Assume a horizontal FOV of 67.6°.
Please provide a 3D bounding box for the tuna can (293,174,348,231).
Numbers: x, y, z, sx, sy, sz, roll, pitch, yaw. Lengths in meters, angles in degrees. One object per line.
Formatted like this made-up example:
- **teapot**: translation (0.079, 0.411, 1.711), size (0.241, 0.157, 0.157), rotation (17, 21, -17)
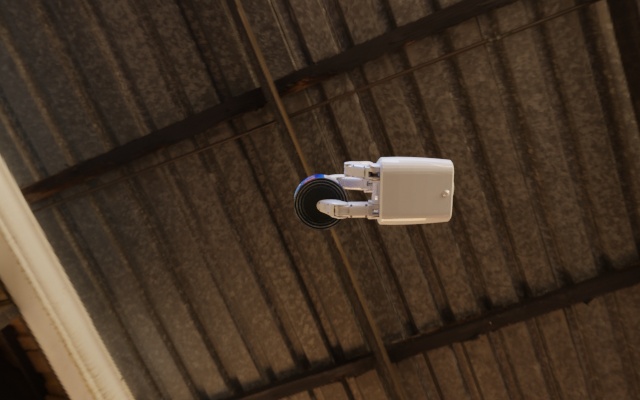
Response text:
- **tuna can**: translation (0.000, 0.002, 0.757), size (0.086, 0.086, 0.033), rotation (0, 14, -3)
